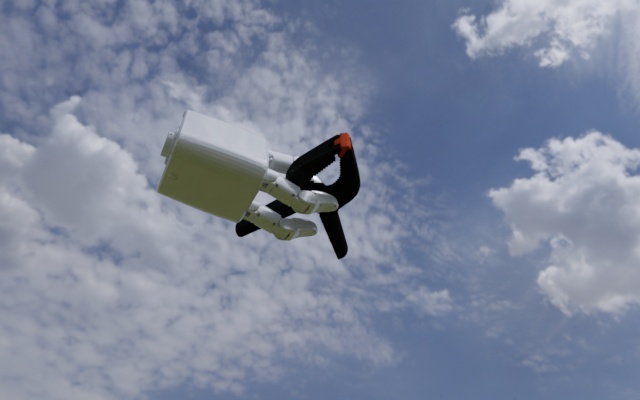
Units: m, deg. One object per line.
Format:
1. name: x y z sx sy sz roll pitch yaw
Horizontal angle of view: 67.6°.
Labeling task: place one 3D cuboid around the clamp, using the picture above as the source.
1. clamp: 0.000 0.001 0.623 0.164 0.036 0.210 19 -48 -21
